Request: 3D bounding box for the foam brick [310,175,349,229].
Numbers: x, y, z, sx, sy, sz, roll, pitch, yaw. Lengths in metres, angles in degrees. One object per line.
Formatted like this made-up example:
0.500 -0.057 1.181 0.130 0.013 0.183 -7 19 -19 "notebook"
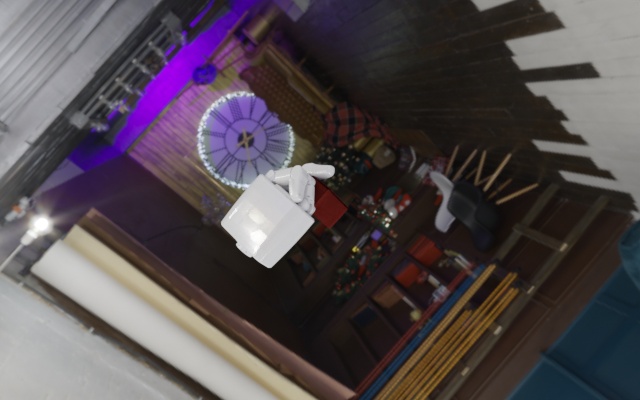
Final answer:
0.000 0.003 0.818 0.053 0.051 0.078 39 -3 41 "foam brick"
